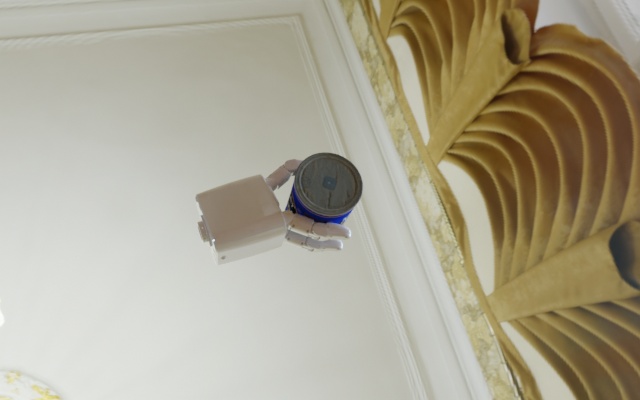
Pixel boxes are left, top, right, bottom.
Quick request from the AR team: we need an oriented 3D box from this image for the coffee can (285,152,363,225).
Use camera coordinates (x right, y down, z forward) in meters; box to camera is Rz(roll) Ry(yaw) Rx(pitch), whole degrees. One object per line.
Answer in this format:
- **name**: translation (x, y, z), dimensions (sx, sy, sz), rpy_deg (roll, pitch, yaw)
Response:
- **coffee can**: translation (0.000, 0.002, 0.758), dimensions (0.103, 0.102, 0.140), rpy_deg (0, -24, -12)
